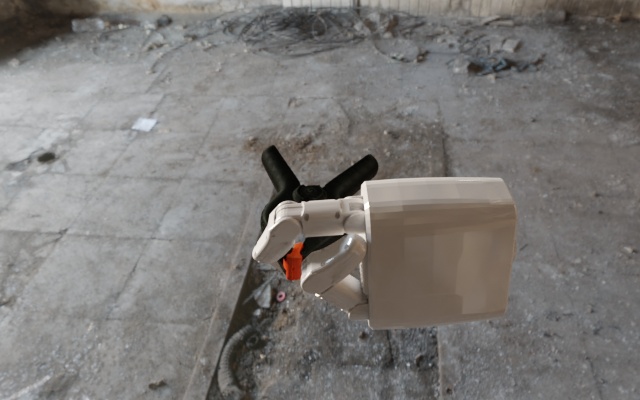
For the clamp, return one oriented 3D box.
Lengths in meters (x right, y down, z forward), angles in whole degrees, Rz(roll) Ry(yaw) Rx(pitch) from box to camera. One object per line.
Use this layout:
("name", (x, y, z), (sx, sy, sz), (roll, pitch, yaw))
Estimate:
("clamp", (0.000, 0.001, 0.443), (0.120, 0.039, 0.171), (-4, 42, 2))
